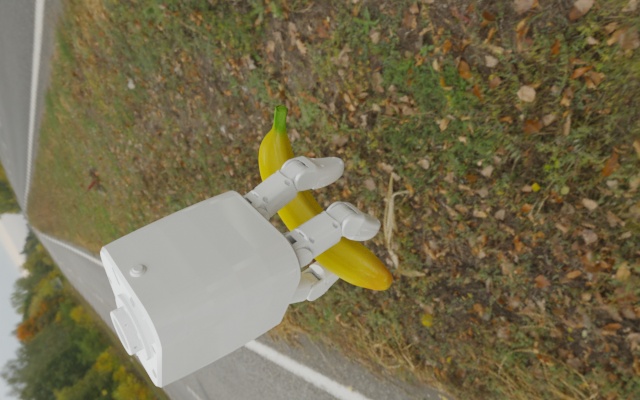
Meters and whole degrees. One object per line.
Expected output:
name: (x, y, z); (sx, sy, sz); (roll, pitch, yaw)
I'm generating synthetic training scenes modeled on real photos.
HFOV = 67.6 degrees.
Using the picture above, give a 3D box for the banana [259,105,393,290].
banana: (-0.009, 0.008, 0.440); (0.037, 0.197, 0.070); (-21, -20, -35)
